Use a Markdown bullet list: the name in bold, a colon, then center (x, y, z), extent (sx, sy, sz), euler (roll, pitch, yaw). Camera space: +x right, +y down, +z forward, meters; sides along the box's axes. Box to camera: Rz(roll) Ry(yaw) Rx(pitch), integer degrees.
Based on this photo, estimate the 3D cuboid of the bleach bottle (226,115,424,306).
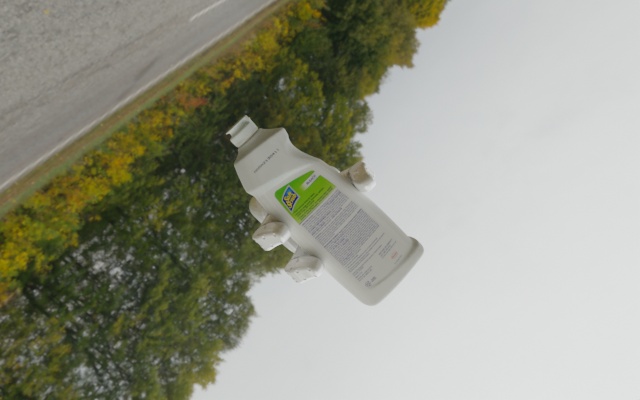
- **bleach bottle**: center (0.000, 0.002, 0.534), extent (0.251, 0.102, 0.068), euler (46, -11, -15)
